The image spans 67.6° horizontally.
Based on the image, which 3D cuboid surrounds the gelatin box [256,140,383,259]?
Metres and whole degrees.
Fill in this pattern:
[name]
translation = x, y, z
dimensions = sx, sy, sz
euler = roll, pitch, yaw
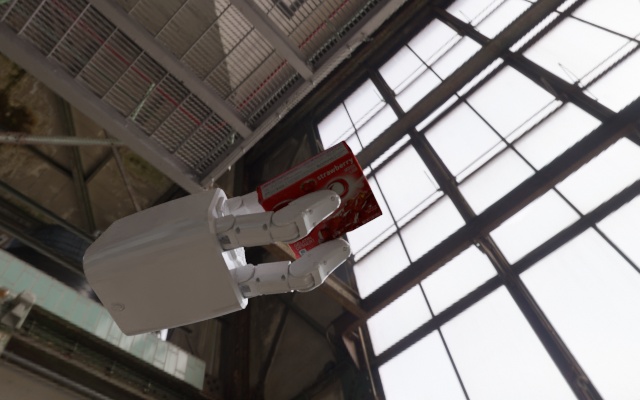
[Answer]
[gelatin box]
translation = 0.000, 0.001, 0.416
dimensions = 0.089, 0.073, 0.030
euler = -29, 33, 2
